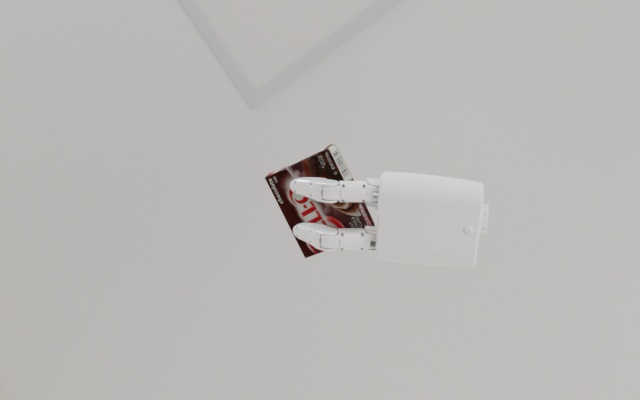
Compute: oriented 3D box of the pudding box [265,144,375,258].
[{"bbox_3d":[0.000,0.002,0.565,0.090,0.113,0.039,-23,6,23],"label":"pudding box"}]
